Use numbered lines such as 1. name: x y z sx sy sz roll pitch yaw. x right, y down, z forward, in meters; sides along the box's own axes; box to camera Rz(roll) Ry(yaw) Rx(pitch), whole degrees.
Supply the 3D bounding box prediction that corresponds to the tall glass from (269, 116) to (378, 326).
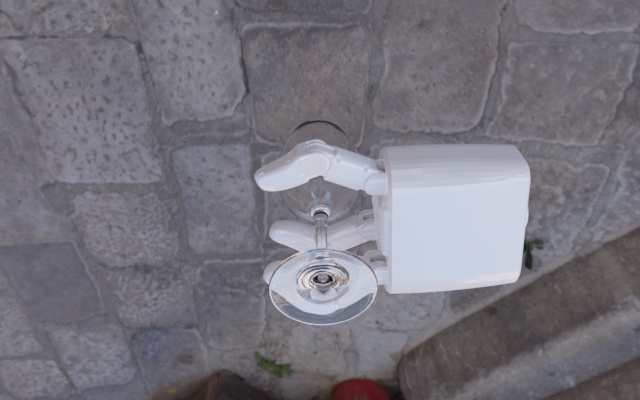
1. tall glass: 0.000 0.002 0.402 0.079 0.079 0.201 0 37 -2
